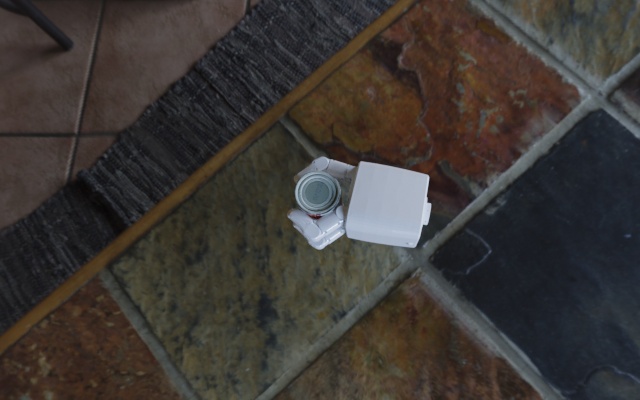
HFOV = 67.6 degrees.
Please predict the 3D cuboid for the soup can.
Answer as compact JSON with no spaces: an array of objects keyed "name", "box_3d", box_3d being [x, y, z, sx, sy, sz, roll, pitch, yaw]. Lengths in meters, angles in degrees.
[{"name":"soup can","box_3d":[0.000,0.002,0.726,0.068,0.068,0.102,0,-16,6]}]
